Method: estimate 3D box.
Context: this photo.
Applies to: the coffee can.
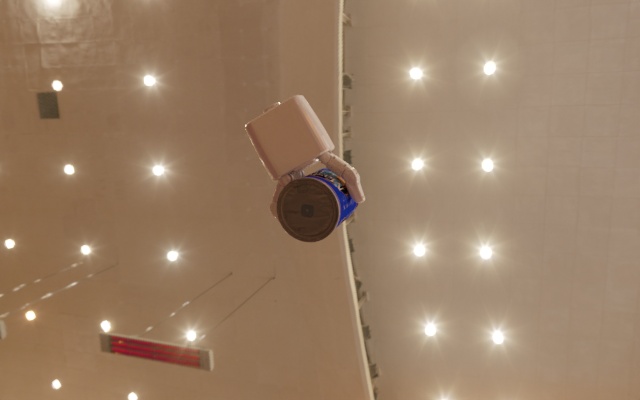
[{"bbox_3d":[0.000,0.003,0.802,0.103,0.103,0.140,0,11,18],"label":"coffee can"}]
